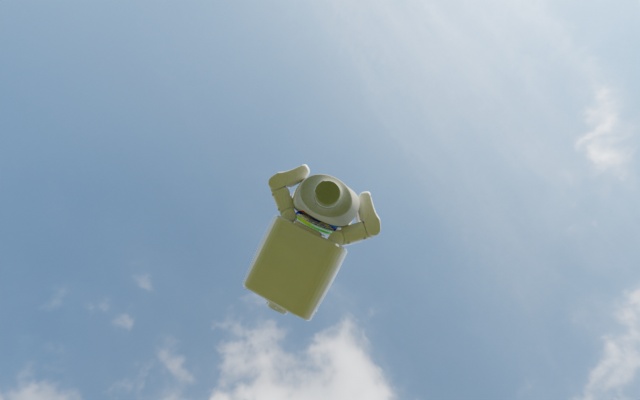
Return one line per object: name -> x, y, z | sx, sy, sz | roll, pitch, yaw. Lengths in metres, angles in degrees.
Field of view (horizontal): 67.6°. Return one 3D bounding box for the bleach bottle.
bleach bottle -> 0.000, 0.002, 0.662 | 0.102, 0.068, 0.251 | 26, -6, 3
